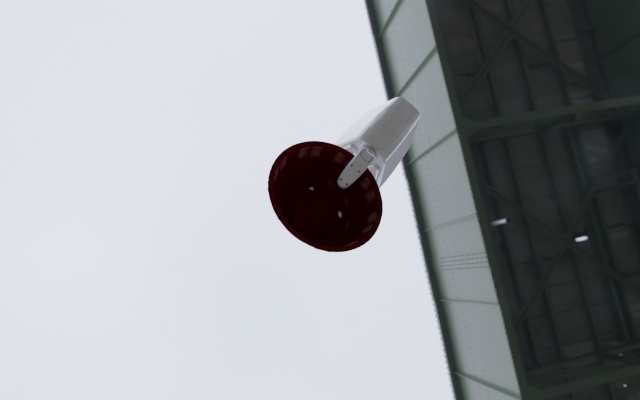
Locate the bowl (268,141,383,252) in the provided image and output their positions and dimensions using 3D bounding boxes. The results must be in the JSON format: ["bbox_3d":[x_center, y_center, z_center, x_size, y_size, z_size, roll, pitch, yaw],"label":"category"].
[{"bbox_3d":[-0.001,0.003,0.640,0.162,0.162,0.055,0,-26,-25],"label":"bowl"}]
